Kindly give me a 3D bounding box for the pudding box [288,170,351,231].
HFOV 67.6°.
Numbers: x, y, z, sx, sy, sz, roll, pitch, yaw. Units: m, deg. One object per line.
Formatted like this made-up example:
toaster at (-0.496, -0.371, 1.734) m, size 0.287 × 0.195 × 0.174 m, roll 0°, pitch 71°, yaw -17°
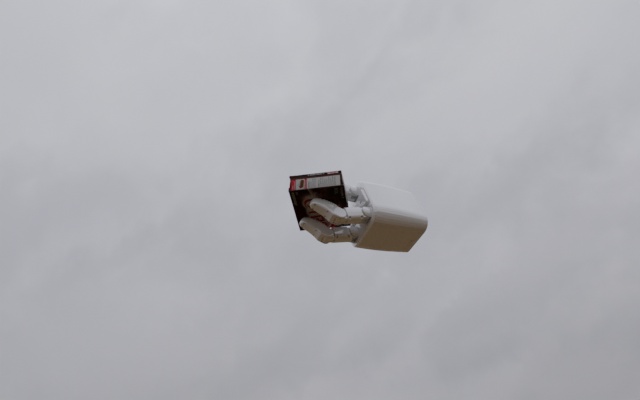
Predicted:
pudding box at (0.000, 0.002, 0.800) m, size 0.090 × 0.039 × 0.114 m, roll -7°, pitch -42°, yaw 5°
